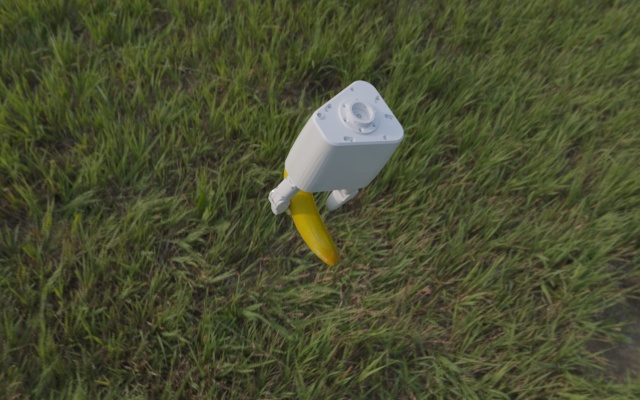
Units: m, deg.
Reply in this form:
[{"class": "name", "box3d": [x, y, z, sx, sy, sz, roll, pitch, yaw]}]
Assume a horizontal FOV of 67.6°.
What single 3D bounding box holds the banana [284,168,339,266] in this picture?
[{"class": "banana", "box3d": [-0.017, -0.002, 0.679, 0.069, 0.197, 0.037, 6, -30, -27]}]
